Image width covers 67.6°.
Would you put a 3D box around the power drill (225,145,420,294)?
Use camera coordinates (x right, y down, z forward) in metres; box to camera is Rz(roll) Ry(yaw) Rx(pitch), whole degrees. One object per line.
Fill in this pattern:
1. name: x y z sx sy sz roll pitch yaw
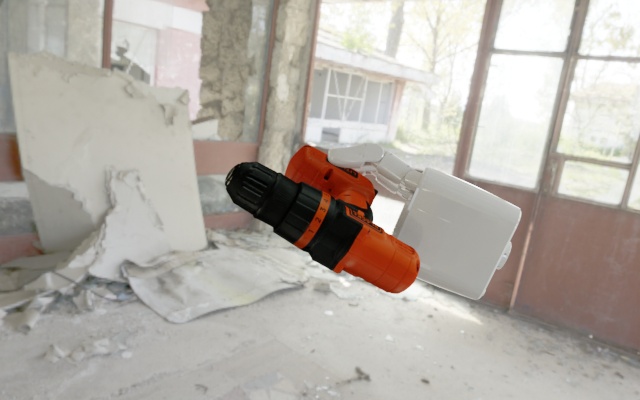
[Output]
1. power drill: 0.000 0.001 0.471 0.184 0.057 0.187 32 17 -12
